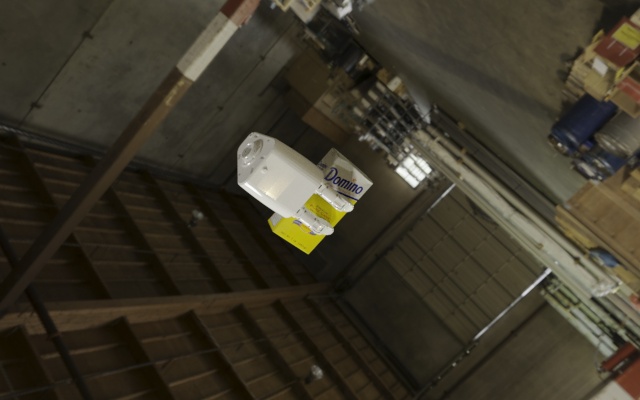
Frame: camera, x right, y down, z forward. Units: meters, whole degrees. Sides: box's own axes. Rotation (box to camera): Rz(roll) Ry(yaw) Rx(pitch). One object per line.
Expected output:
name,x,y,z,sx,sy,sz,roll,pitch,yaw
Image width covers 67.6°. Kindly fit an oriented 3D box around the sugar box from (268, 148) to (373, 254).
sugar box,0.000,0.003,0.846,0.093,0.176,0.048,36,13,-32
